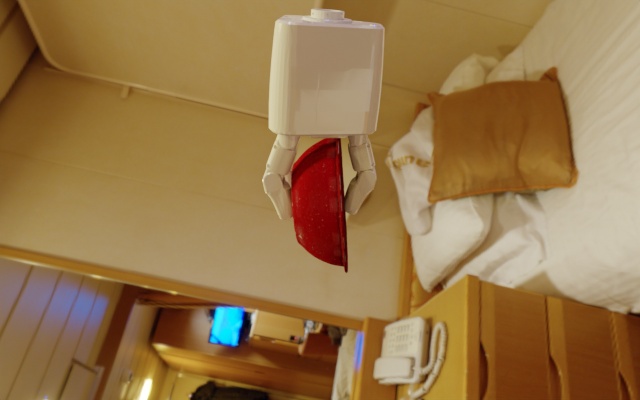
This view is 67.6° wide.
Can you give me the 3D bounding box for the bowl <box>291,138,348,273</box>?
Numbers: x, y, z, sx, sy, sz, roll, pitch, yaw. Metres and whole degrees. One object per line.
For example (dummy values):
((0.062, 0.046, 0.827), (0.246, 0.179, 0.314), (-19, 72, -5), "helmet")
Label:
((0.000, 0.003, 0.539), (0.055, 0.162, 0.162), (-4, 0, 4), "bowl")
